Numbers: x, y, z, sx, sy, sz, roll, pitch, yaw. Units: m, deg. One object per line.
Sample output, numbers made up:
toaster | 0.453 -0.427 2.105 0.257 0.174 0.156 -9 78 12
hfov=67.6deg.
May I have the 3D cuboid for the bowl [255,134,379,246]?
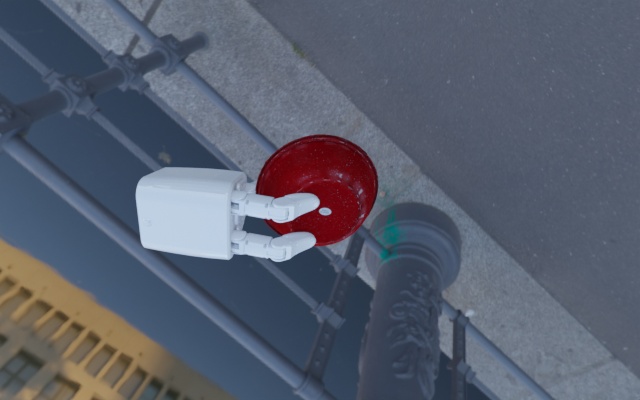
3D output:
bowl | 0.001 0.002 0.599 0.162 0.162 0.055 0 30 -10
